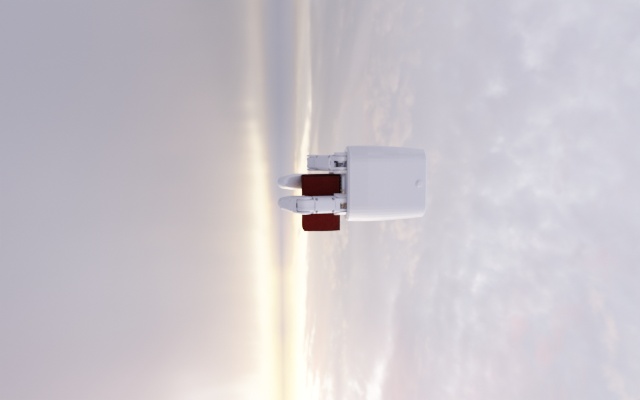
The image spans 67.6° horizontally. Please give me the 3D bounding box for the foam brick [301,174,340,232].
[{"bbox_3d":[0.000,0.002,0.661,0.051,0.078,0.053,0,6,-5],"label":"foam brick"}]
